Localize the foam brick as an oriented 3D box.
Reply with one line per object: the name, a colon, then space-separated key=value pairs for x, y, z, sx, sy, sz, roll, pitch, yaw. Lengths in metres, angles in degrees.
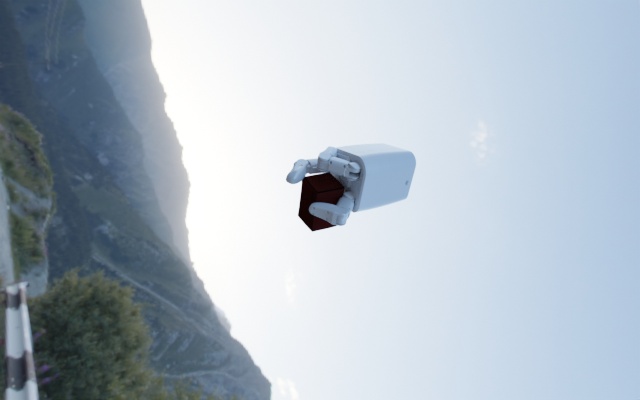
foam brick: x=0.000 y=0.003 z=0.777 sx=0.051 sy=0.078 sz=0.053 roll=-12 pitch=39 yaw=-28
